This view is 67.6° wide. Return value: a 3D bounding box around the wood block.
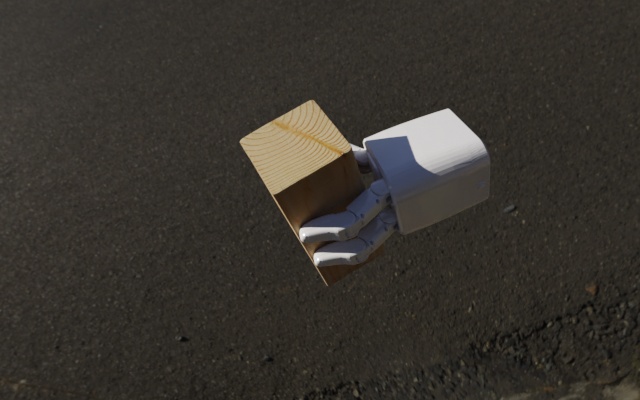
[{"bbox_3d":[0.000,0.001,0.548,0.090,0.090,0.206,-31,-38,-4],"label":"wood block"}]
